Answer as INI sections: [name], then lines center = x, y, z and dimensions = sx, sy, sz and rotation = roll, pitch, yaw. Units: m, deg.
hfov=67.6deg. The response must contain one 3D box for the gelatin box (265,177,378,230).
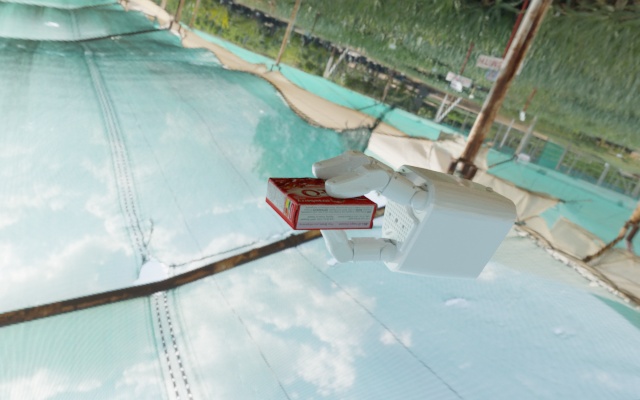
[gelatin box]
center = 0.000, 0.002, 0.471
dimensions = 0.089, 0.030, 0.073
rotation = 0, 21, -29
